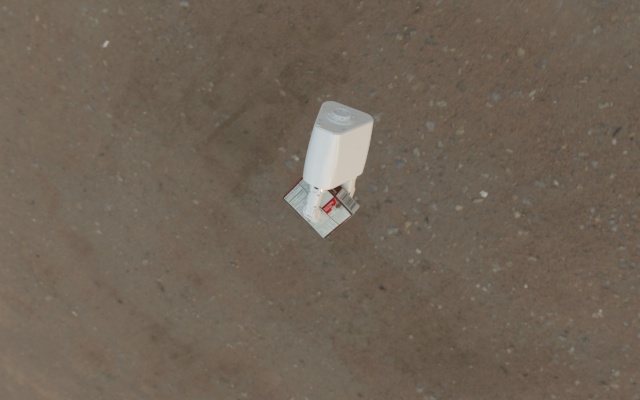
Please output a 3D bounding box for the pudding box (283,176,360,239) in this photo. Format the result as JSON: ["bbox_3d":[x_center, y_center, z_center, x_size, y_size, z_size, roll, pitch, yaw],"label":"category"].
[{"bbox_3d":[0.000,0.003,0.867,0.090,0.113,0.039,-42,2,38],"label":"pudding box"}]
